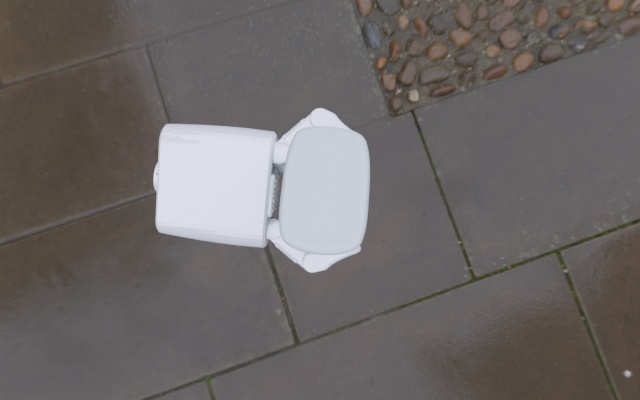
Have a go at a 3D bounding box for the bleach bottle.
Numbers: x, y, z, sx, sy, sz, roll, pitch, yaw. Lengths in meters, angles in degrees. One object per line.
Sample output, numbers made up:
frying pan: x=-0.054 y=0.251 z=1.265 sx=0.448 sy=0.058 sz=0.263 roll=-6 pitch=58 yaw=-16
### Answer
bleach bottle: x=0.000 y=0.001 z=0.481 sx=0.068 sy=0.102 sz=0.251 roll=6 pitch=-6 yaw=-1
